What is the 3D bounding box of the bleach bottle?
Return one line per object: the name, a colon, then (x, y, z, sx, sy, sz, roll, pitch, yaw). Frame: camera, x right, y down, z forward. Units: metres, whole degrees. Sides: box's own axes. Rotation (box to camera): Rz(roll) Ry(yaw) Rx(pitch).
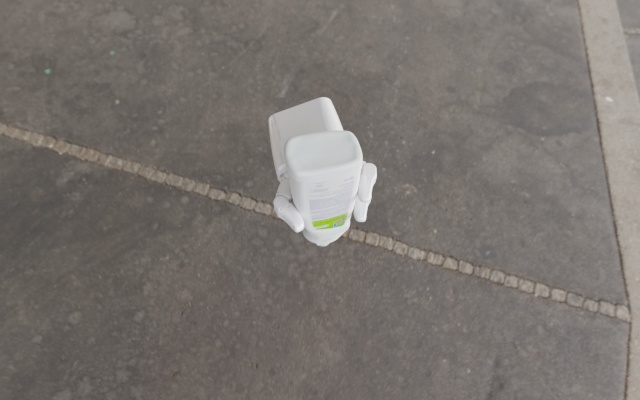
bleach bottle: (0.000, 0.002, 0.707, 0.102, 0.068, 0.251, -10, -30, -9)
